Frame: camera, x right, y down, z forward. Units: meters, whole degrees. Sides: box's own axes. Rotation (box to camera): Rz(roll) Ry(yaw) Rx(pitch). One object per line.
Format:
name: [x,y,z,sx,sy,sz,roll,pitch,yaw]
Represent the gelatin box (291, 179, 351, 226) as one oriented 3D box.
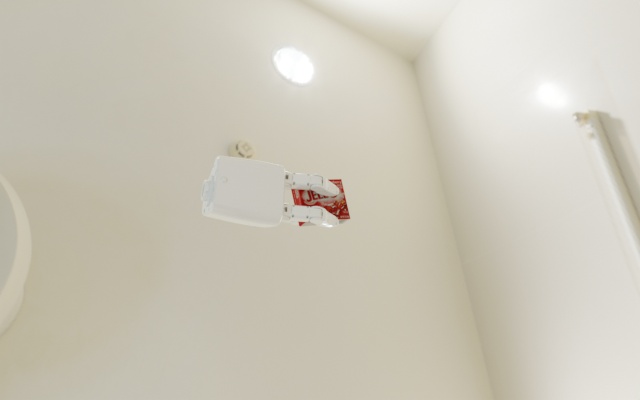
gelatin box: [0.000,0.003,0.794,0.089,0.073,0.030,-2,-20,-30]
